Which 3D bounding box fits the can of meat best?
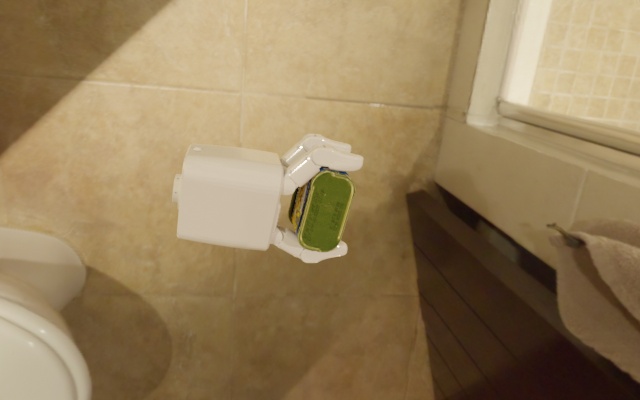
[{"bbox_3d":[0.000,0.002,0.574,0.057,0.102,0.084,11,16,-13],"label":"can of meat"}]
